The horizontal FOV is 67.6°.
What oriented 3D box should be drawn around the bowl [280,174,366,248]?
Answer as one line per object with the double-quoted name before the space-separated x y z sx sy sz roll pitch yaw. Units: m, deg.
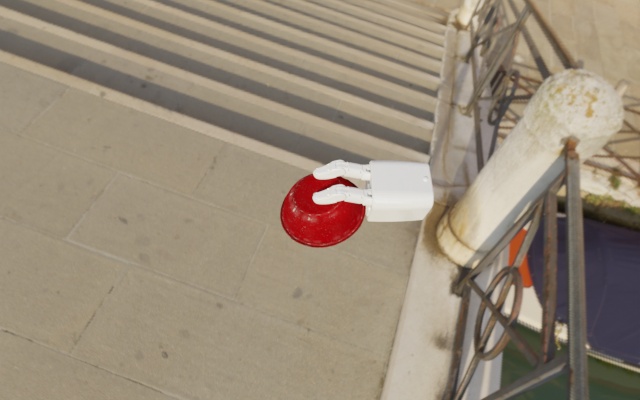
"bowl" -0.001 0.003 0.865 0.162 0.162 0.055 0 -34 11
